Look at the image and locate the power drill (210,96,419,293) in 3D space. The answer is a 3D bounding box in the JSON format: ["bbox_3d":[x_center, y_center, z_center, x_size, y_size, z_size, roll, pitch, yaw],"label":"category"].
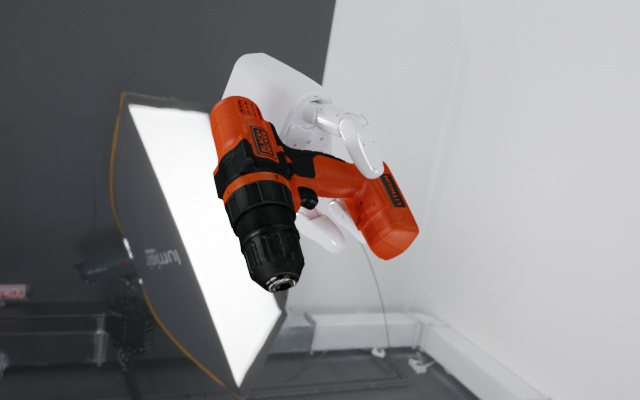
[{"bbox_3d":[0.000,0.001,0.411,0.188,0.184,0.057,16,-48,-40],"label":"power drill"}]
